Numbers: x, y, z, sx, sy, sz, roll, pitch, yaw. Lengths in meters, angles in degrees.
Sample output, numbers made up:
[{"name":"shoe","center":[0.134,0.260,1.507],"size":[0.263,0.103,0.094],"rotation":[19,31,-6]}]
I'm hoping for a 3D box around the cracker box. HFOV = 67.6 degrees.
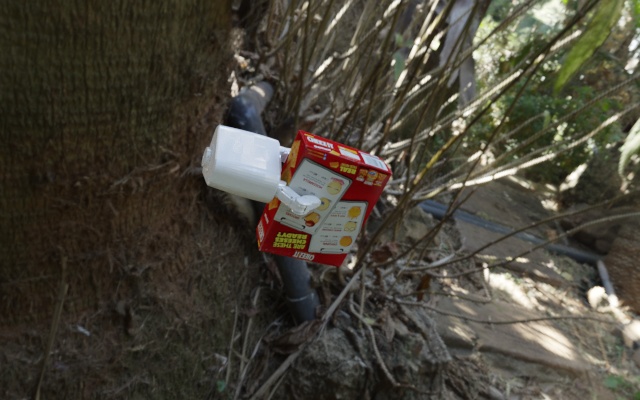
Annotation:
[{"name":"cracker box","center":[0.000,0.003,0.837],"size":[0.164,0.214,0.072],"rotation":[15,28,-22]}]
